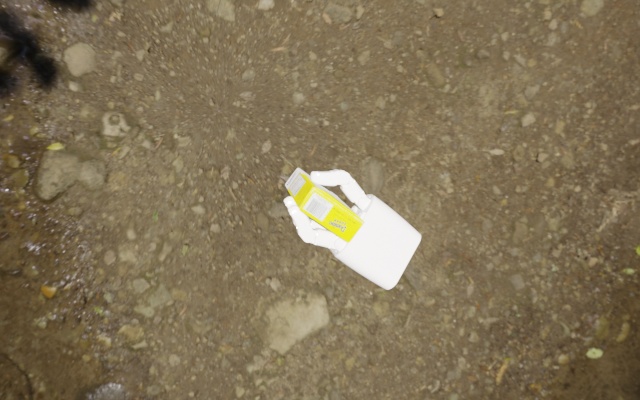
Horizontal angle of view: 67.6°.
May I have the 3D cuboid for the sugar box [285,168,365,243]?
[{"bbox_3d":[0.000,0.003,0.748,0.093,0.048,0.176,36,2,-15],"label":"sugar box"}]
